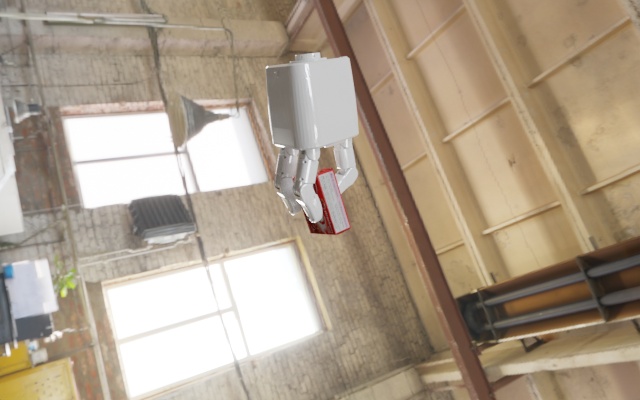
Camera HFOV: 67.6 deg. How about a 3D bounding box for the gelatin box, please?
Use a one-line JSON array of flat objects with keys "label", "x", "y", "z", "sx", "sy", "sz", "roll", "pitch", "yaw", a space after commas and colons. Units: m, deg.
[{"label": "gelatin box", "x": 0.001, "y": 0.002, "z": 0.661, "sx": 0.030, "sy": 0.089, "sz": 0.073, "roll": -22, "pitch": 9, "yaw": -28}]
